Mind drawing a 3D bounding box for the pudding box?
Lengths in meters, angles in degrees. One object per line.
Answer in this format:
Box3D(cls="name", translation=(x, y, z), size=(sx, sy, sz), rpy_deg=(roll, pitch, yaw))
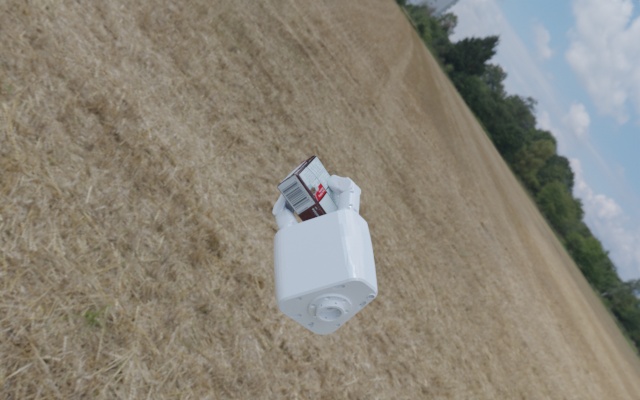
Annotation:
Box3D(cls="pudding box", translation=(0.000, 0.002, 0.654), size=(0.039, 0.113, 0.090), rpy_deg=(-31, 10, 24))
